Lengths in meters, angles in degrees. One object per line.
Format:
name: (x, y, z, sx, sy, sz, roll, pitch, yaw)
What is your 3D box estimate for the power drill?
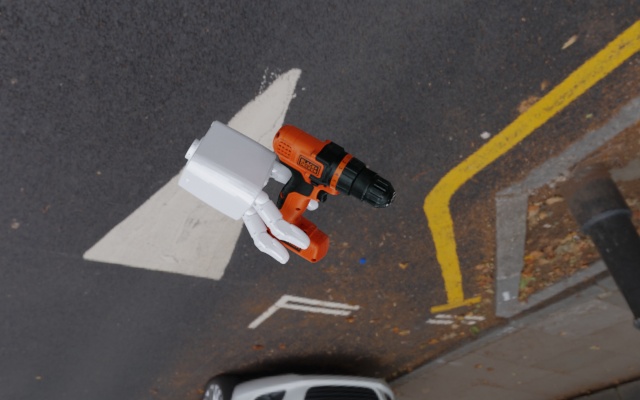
power drill: (0.000, 0.002, 0.691, 0.184, 0.188, 0.057, 32, 40, 13)
